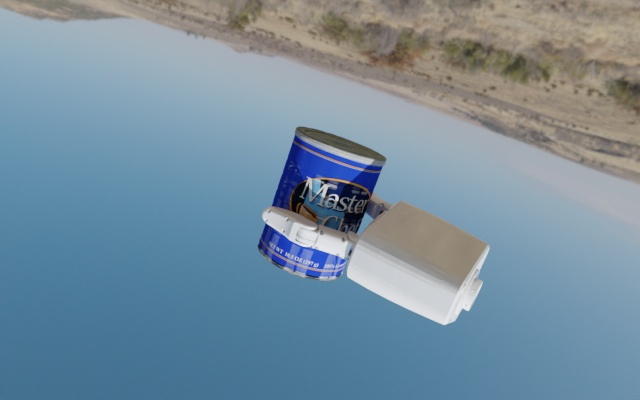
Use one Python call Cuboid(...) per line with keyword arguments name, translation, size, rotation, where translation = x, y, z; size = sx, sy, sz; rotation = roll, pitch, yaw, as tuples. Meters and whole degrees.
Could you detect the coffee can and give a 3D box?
Cuboid(name="coffee can", translation=(0.000, 0.002, 0.528), size=(0.103, 0.140, 0.102), rotation=(18, 14, -5))
